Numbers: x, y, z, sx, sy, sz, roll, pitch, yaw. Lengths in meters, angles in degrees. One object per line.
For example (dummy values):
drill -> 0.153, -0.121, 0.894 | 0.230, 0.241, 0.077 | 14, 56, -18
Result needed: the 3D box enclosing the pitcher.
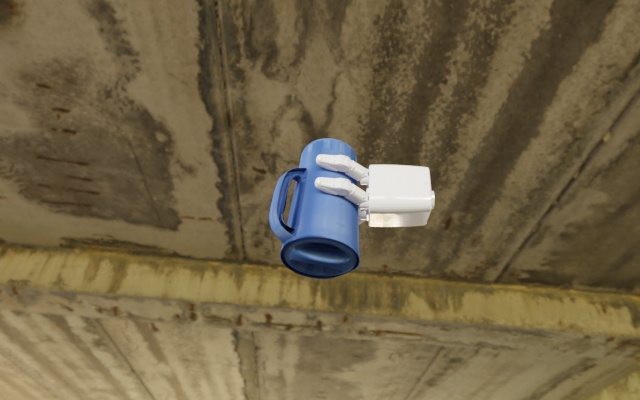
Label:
pitcher -> 0.000, 0.003, 0.852 | 0.145, 0.242, 0.149 | 0, -38, 6
